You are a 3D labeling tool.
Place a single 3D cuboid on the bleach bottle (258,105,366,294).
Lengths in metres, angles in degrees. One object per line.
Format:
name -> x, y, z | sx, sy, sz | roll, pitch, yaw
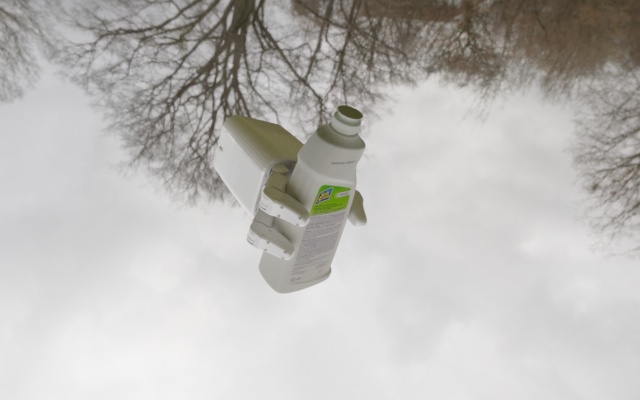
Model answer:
bleach bottle -> 0.000, 0.002, 0.575 | 0.102, 0.251, 0.068 | -14, 48, -40
